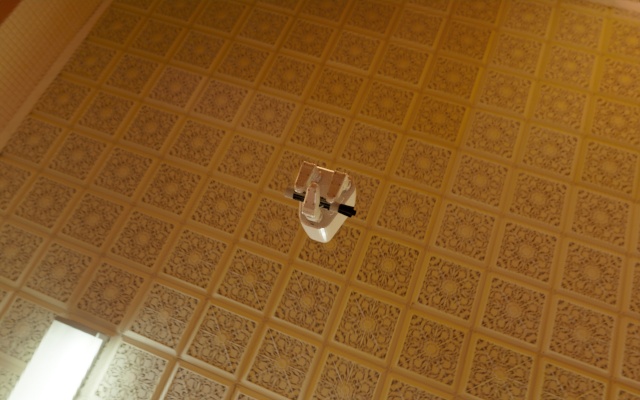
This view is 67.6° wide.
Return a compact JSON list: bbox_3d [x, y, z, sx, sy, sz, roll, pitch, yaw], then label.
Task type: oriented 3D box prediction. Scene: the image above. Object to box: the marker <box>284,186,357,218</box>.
[{"bbox_3d":[0.000,0.003,0.775,0.121,0.020,0.020,18,3,11],"label":"marker"}]
